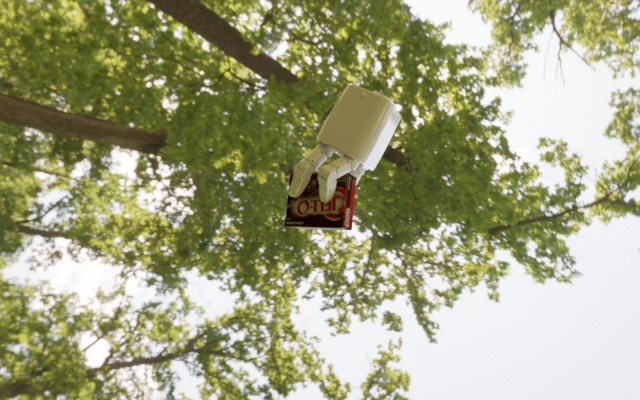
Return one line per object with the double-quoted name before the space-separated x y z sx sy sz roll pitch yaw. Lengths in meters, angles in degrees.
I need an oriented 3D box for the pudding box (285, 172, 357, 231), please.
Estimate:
"pudding box" 0.000 0.003 0.778 0.113 0.090 0.039 -1 -13 33
